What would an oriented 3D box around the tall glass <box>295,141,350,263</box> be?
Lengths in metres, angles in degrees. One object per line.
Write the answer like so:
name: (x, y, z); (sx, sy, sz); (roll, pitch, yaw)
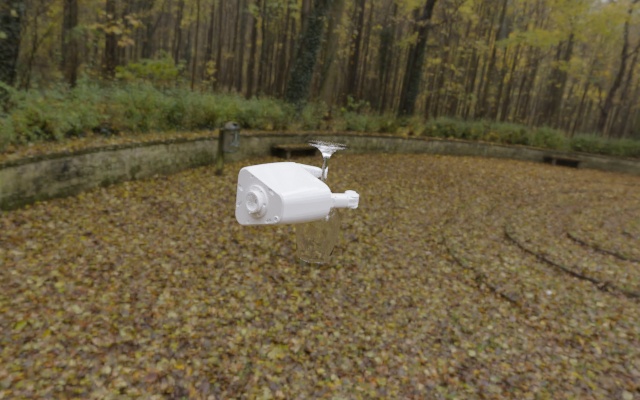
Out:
tall glass: (0.000, 0.002, 0.818); (0.079, 0.201, 0.079); (7, 13, -2)
